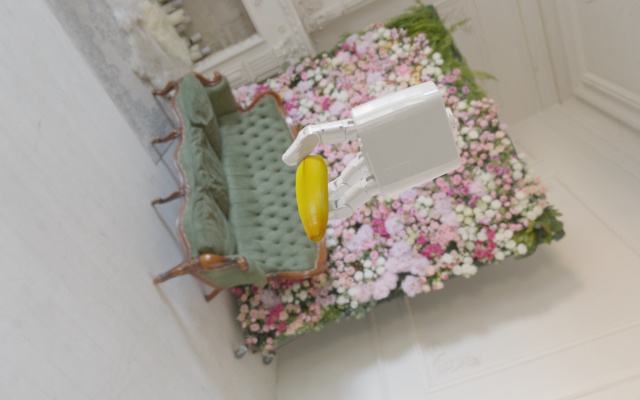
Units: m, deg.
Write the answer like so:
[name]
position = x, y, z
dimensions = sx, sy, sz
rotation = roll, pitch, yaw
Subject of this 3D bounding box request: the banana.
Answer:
[banana]
position = -0.006, -0.016, 0.579
dimensions = 0.037, 0.070, 0.197
rotation = -18, 15, 7
